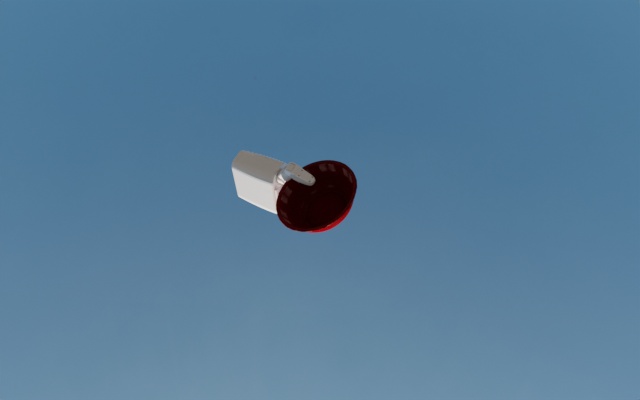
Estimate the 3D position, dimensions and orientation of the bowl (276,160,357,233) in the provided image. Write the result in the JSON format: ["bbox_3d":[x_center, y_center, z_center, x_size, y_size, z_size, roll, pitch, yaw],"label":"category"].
[{"bbox_3d":[0.001,0.004,0.893,0.162,0.162,0.055,0,-35,28],"label":"bowl"}]
